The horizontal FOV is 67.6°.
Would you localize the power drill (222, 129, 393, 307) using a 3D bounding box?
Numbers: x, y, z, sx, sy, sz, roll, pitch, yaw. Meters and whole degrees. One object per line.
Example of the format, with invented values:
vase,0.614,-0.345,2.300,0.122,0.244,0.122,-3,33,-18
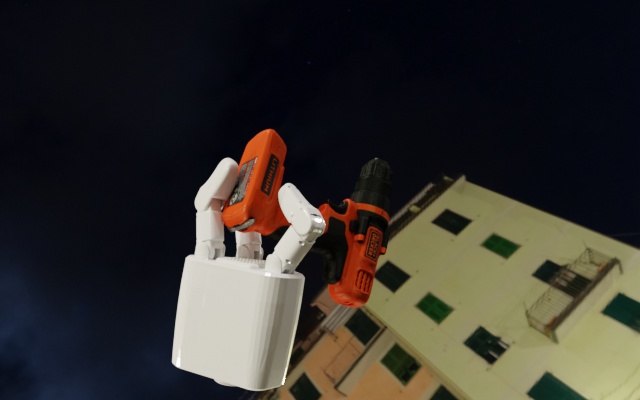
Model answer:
power drill,0.000,0.002,0.519,0.188,0.184,0.057,29,-30,-27
